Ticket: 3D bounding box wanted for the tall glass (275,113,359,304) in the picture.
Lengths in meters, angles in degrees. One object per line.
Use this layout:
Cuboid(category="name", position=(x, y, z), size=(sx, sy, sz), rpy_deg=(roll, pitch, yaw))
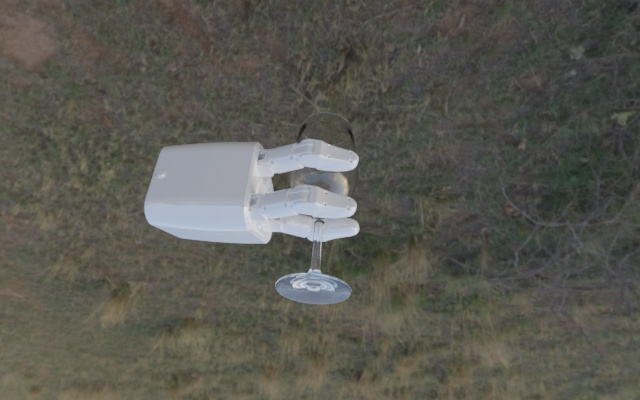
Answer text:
Cuboid(category="tall glass", position=(0.000, 0.002, 0.508), size=(0.079, 0.201, 0.079), rpy_deg=(4, -32, 2))
